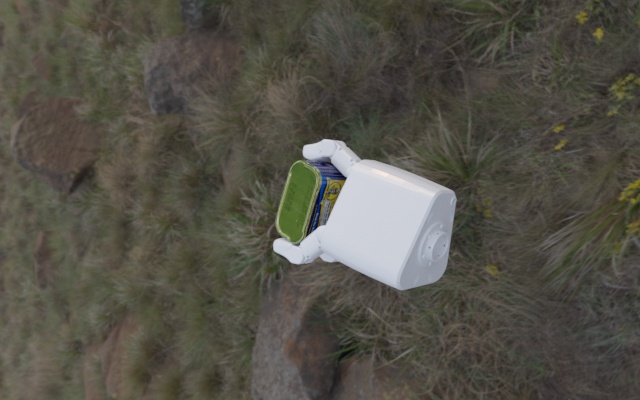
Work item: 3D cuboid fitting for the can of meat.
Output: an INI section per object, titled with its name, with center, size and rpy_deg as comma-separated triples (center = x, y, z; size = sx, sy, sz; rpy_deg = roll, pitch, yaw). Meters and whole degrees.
[can of meat]
center = 0.000, 0.002, 0.583
size = 0.084, 0.102, 0.057
rpy_deg = -1, 23, -46
